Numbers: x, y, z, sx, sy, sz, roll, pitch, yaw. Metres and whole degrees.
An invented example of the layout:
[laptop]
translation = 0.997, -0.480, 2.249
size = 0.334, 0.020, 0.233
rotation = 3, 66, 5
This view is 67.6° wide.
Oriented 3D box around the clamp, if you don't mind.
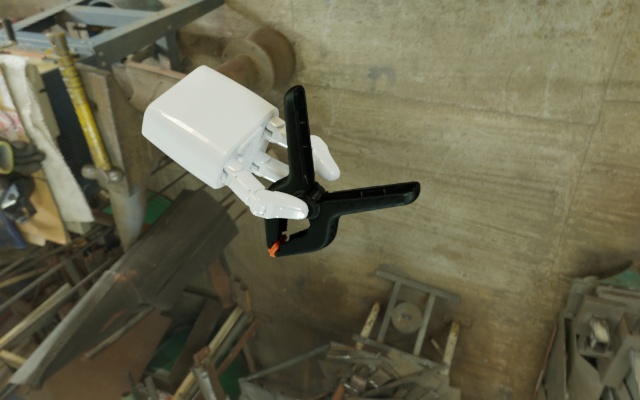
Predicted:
[clamp]
translation = -0.001, 0.002, 0.522
size = 0.164, 0.210, 0.036
rotation = 36, 40, 9
